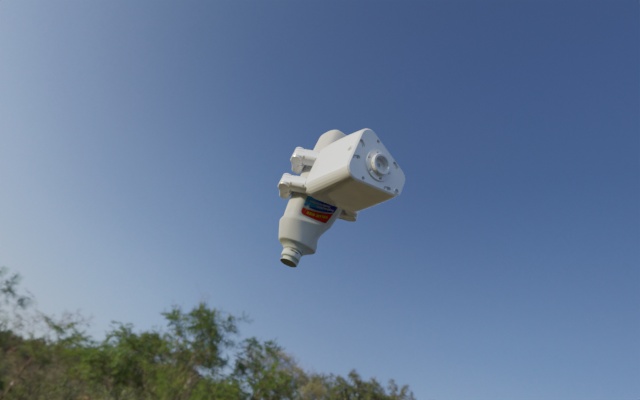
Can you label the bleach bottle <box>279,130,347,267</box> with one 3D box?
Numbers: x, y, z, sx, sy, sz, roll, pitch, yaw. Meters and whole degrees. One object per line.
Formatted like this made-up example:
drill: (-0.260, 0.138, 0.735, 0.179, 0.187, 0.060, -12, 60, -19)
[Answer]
bleach bottle: (0.000, 0.003, 0.814, 0.102, 0.250, 0.068, 37, -31, -23)
